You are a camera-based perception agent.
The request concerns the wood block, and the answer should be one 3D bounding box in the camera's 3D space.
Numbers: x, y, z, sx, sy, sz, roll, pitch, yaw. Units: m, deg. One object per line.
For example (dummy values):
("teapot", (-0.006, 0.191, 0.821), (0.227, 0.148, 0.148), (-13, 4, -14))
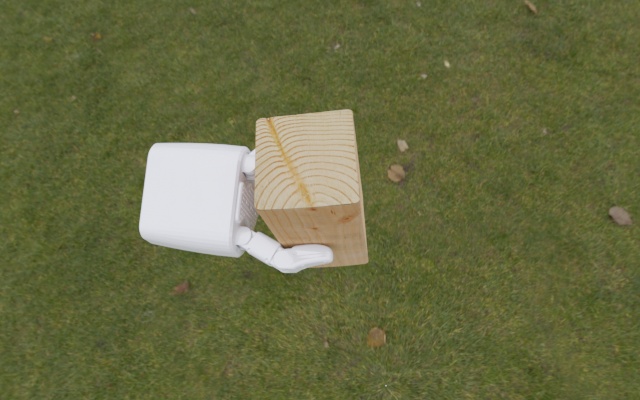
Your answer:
("wood block", (0.000, 0.002, 0.502), (0.090, 0.090, 0.206), (-4, -22, 6))
